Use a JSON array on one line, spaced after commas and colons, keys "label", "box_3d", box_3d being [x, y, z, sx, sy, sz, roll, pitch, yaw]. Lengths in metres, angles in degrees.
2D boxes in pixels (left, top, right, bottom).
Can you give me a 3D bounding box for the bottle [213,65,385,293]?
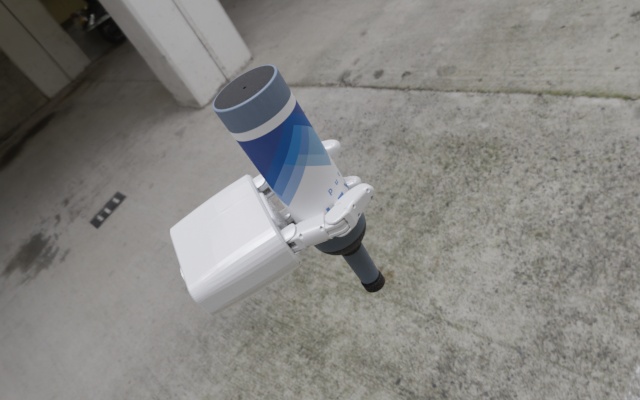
[{"label": "bottle", "box_3d": [0.000, 0.001, 0.500, 0.069, 0.069, 0.296, 0, -43, 38]}]
